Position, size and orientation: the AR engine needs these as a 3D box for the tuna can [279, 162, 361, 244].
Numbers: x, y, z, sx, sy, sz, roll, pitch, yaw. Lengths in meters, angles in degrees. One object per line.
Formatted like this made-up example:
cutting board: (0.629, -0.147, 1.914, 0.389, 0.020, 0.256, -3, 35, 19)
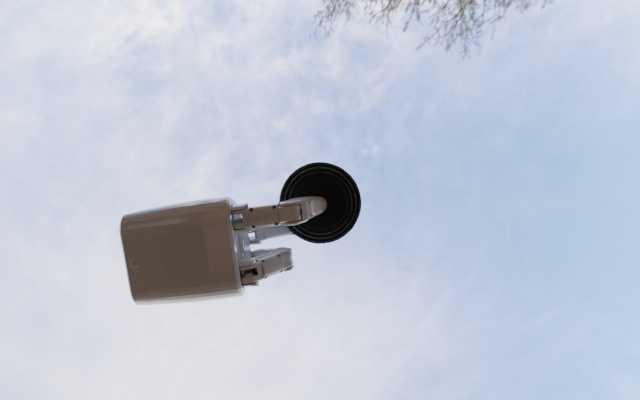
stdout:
tuna can: (0.000, 0.002, 0.514, 0.086, 0.086, 0.034, 0, 4, 2)
